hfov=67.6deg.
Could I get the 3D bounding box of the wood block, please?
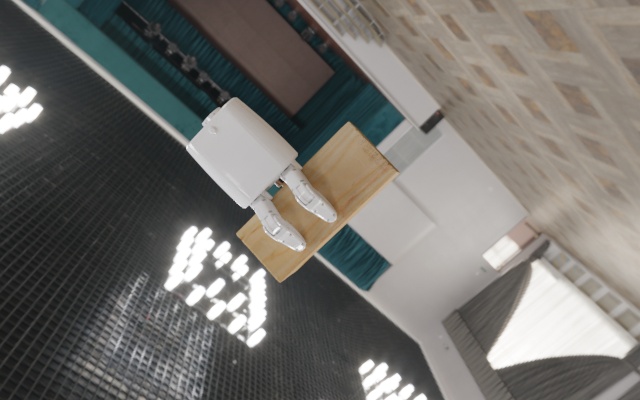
[{"bbox_3d":[0.000,0.002,0.642,0.206,0.090,0.091,-44,-5,11],"label":"wood block"}]
